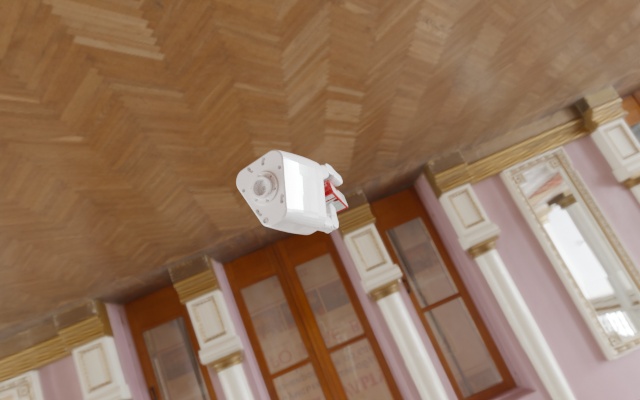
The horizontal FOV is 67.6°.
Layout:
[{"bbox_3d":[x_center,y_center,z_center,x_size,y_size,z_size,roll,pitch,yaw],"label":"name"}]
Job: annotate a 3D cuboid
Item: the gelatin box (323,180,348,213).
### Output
[{"bbox_3d":[0.000,0.003,0.852,0.073,0.030,0.089,-25,-26,12],"label":"gelatin box"}]
